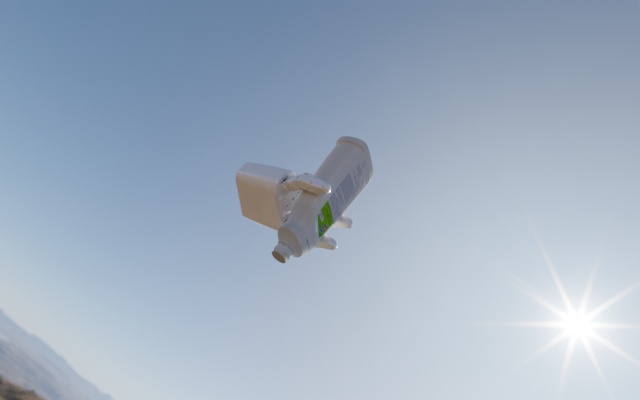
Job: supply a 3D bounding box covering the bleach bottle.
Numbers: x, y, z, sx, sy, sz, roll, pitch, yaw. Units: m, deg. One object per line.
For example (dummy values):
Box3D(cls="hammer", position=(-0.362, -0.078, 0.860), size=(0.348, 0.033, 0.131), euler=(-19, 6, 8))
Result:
Box3D(cls="bleach bottle", position=(0.000, 0.003, 0.821), size=(0.068, 0.103, 0.250), euler=(16, 52, 34))
